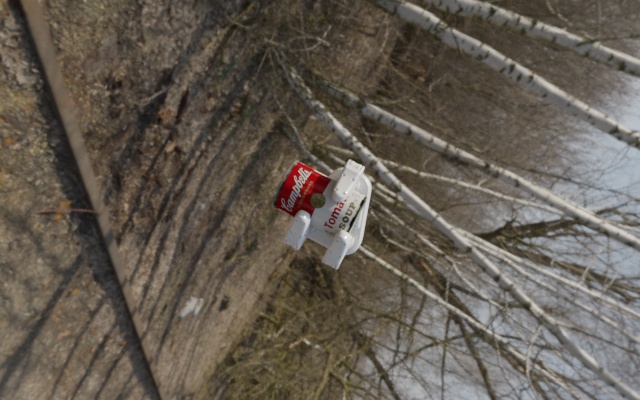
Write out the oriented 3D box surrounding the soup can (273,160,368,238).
[{"bbox_3d":[0.000,0.002,0.608,0.102,0.068,0.068,27,3,6],"label":"soup can"}]
